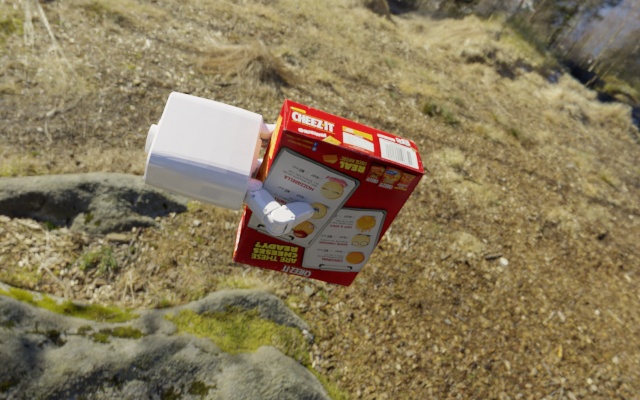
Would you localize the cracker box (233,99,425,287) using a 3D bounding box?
[{"bbox_3d":[0.000,0.002,0.582,0.164,0.214,0.072,15,40,-14],"label":"cracker box"}]
